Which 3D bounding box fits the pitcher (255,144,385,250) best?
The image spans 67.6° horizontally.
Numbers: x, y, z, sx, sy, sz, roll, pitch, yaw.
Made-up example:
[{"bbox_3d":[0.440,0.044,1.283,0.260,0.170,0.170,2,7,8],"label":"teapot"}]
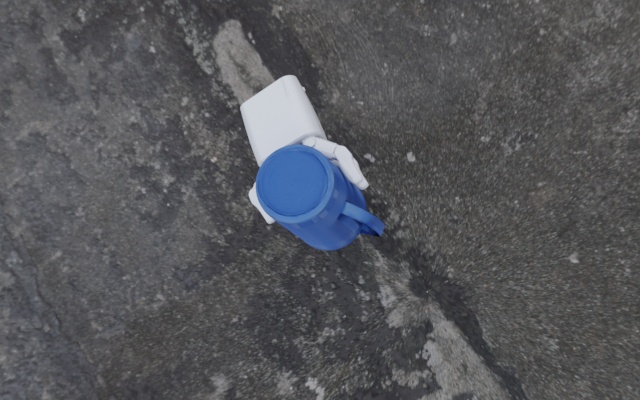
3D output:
[{"bbox_3d":[0.000,0.002,0.727,0.149,0.145,0.243,-23,-15,7],"label":"pitcher"}]
